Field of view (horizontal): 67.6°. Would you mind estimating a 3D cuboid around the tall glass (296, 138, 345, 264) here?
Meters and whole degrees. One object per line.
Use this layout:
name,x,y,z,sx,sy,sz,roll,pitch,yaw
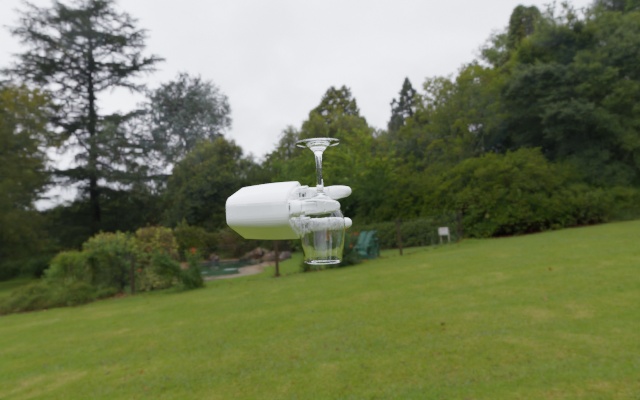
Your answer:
tall glass,0.000,0.002,0.791,0.079,0.201,0.079,-3,-3,0
